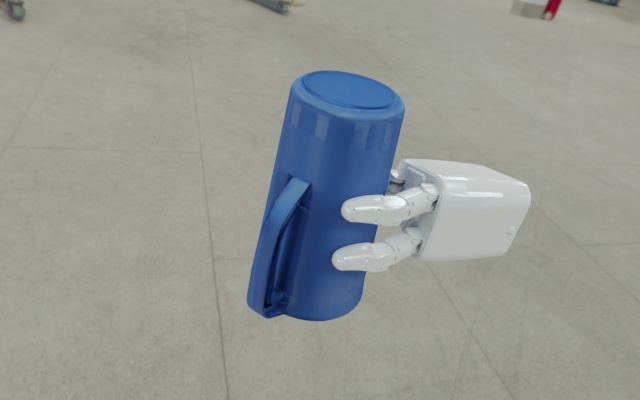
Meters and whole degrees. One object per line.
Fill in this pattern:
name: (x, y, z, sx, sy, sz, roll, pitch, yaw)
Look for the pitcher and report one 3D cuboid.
pitcher: (0.000, 0.002, 0.491, 0.145, 0.243, 0.149, 2, 33, -15)
